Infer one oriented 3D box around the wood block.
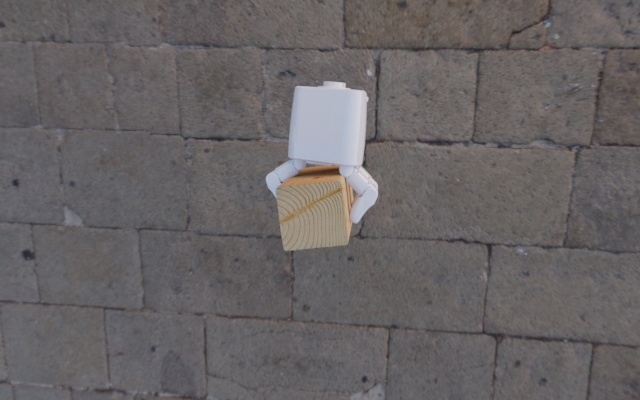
[{"bbox_3d":[0.000,0.002,0.732,0.091,0.090,0.206,-6,10,8],"label":"wood block"}]
